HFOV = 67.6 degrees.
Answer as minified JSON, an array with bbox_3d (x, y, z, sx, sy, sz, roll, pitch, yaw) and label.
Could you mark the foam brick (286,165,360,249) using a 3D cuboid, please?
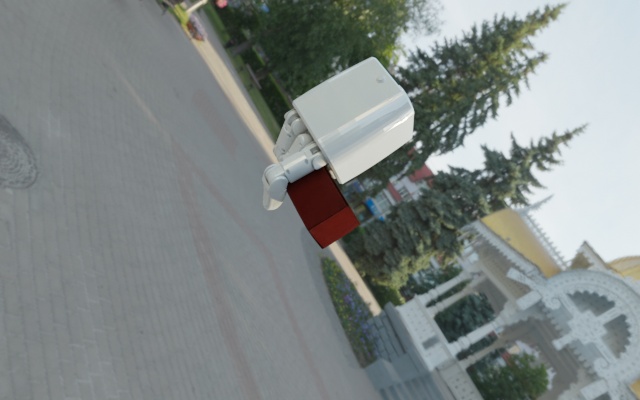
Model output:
[{"bbox_3d":[0.000,0.002,0.525,0.051,0.078,0.053,-31,-32,2],"label":"foam brick"}]
